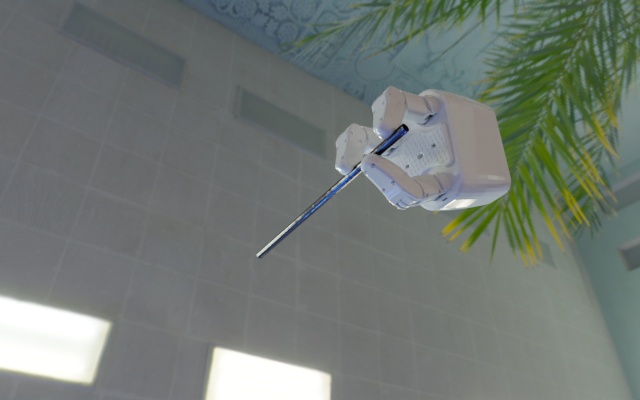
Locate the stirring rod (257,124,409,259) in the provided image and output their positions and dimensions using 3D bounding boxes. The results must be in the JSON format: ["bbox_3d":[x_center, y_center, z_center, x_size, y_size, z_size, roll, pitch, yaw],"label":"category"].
[{"bbox_3d":[0.000,0.001,0.466,0.011,0.011,0.240,0,-30,-42],"label":"stirring rod"}]
